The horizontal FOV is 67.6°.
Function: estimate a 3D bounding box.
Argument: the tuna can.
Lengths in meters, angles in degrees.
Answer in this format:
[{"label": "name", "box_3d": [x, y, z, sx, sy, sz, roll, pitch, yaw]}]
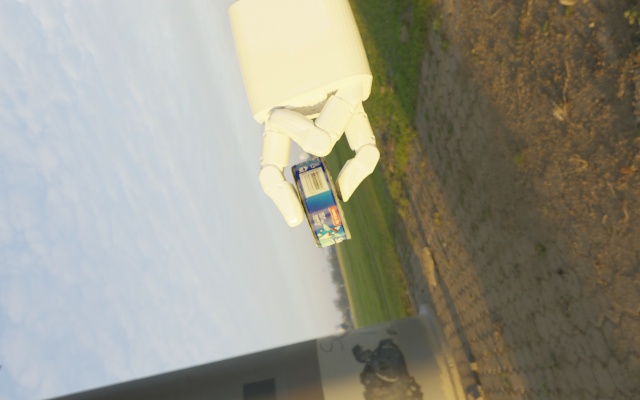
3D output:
[{"label": "tuna can", "box_3d": [0.000, 0.002, 0.461, 0.034, 0.086, 0.086, -19, 0, 0]}]
